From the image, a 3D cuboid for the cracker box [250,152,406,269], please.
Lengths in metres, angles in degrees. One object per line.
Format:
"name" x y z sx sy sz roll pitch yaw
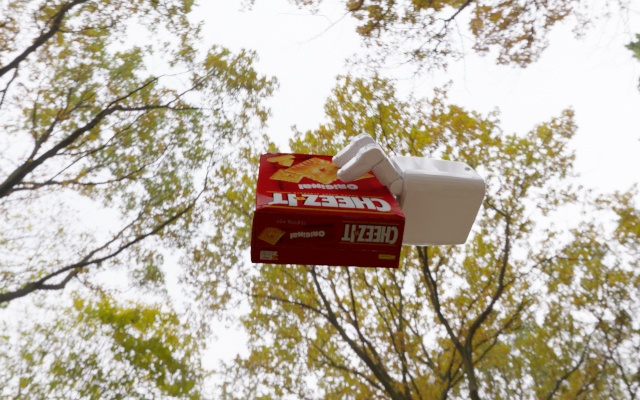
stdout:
"cracker box" 0.000 0.002 0.600 0.164 0.072 0.213 2 21 -6
